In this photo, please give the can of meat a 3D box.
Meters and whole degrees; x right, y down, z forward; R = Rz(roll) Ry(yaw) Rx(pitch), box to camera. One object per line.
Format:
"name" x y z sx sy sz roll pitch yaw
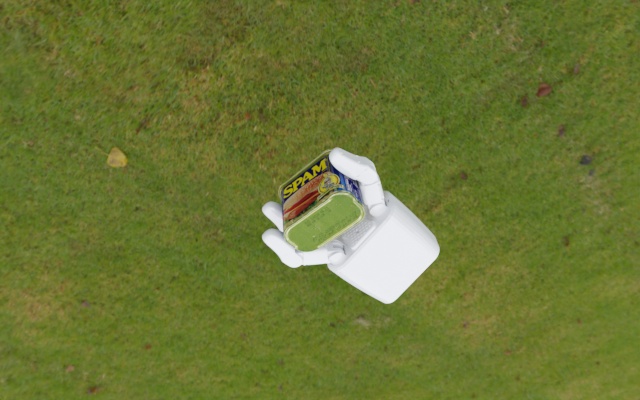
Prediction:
"can of meat" 0.000 0.002 0.562 0.102 0.084 0.057 -36 -56 20
